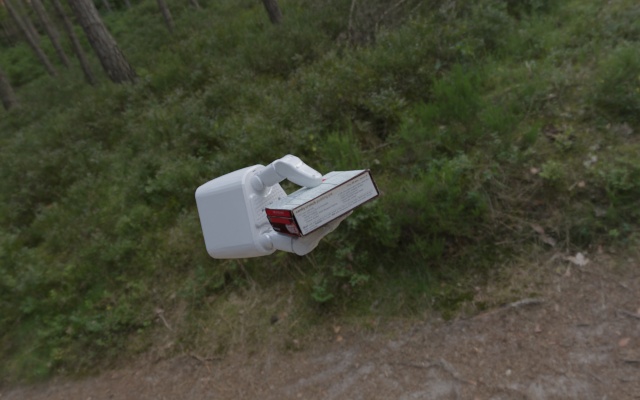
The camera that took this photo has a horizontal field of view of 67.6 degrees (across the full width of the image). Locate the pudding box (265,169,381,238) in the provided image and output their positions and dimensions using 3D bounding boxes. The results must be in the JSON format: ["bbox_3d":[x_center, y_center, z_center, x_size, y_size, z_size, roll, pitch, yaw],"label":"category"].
[{"bbox_3d":[0.000,0.002,0.570,0.113,0.039,0.090,-30,14,-22],"label":"pudding box"}]
